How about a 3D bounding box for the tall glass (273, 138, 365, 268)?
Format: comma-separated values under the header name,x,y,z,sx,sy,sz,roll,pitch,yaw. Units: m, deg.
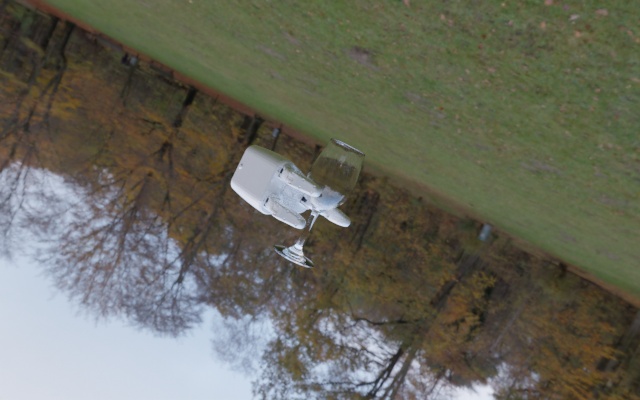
name,x,y,z,sx,sy,sz,roll,pitch,yaw
tall glass,0.000,0.003,0.772,0.079,0.201,0.079,27,4,-2
